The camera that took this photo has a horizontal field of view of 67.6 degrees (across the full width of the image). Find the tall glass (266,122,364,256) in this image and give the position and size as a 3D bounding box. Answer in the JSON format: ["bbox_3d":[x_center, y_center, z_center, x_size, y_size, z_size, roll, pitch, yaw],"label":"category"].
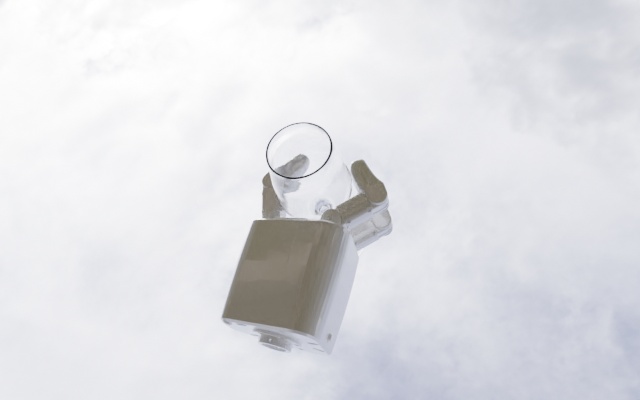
[{"bbox_3d":[0.000,0.002,0.511,0.079,0.079,0.201,0,-29,13],"label":"tall glass"}]
